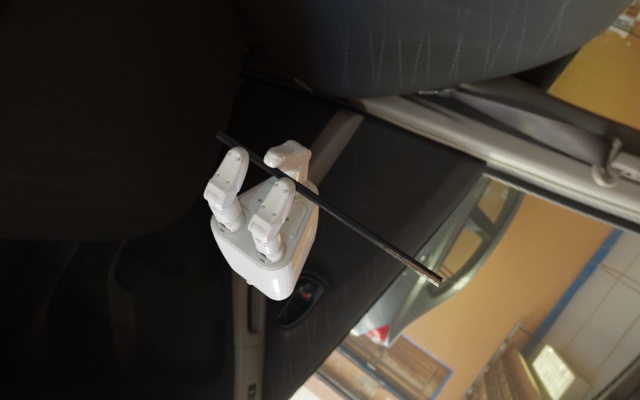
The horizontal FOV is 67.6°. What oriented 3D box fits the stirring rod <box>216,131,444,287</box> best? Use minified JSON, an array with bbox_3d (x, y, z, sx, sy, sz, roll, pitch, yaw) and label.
[{"bbox_3d":[0.000,0.001,0.414,0.239,0.011,0.011,34,11,17],"label":"stirring rod"}]
